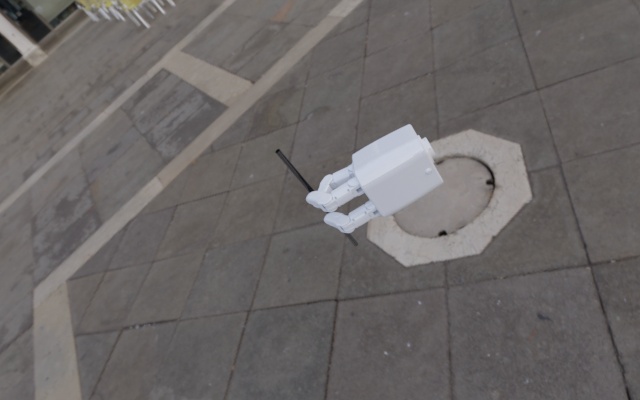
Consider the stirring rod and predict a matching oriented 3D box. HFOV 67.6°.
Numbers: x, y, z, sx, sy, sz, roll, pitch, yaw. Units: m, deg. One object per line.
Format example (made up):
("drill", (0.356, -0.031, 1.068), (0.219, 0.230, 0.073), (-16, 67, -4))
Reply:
("stirring rod", (0.000, 0.003, 0.766), (0.011, 0.011, 0.240), (0, -38, 42))
